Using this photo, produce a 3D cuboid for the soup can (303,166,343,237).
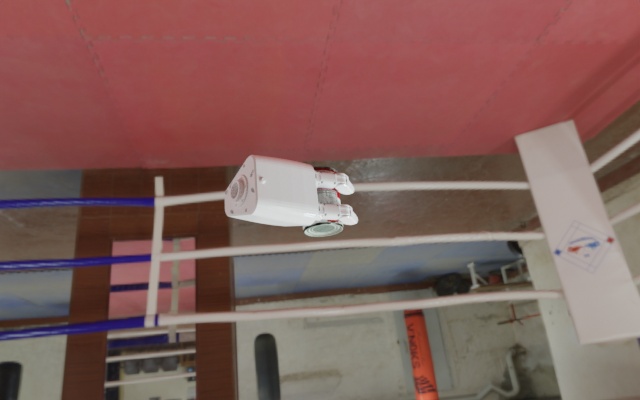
[{"bbox_3d":[0.001,0.003,0.802,0.068,0.102,0.068,-5,-21,-2],"label":"soup can"}]
